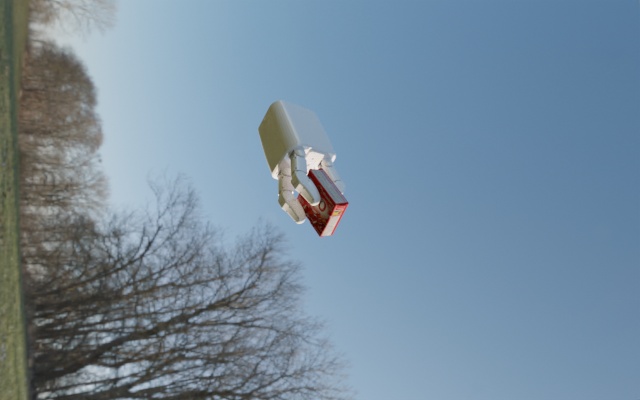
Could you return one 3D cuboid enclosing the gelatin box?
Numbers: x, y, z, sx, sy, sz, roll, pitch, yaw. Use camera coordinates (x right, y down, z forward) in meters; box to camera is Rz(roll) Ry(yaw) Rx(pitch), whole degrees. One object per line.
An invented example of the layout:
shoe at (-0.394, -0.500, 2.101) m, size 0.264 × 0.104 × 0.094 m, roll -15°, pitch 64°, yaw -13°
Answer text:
gelatin box at (0.001, 0.003, 0.777) m, size 0.030 × 0.073 × 0.089 m, roll -7°, pitch 47°, yaw -37°
